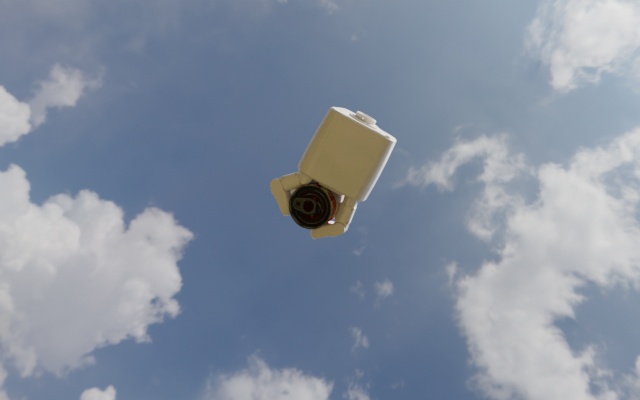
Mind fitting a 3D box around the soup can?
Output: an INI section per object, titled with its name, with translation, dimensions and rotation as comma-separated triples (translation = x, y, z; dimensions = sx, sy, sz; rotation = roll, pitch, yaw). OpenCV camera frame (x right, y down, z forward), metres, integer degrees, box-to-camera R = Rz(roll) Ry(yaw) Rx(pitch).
[soup can]
translation = 0.000, 0.003, 0.756
dimensions = 0.068, 0.068, 0.102
rotation = 0, 8, 19
